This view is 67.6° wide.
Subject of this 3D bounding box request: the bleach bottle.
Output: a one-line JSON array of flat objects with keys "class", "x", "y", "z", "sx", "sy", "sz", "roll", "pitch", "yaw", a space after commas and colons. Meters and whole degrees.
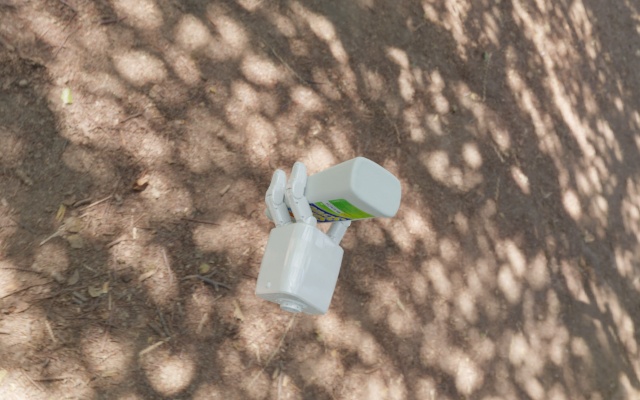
[{"class": "bleach bottle", "x": 0.000, "y": 0.002, "z": 0.754, "sx": 0.102, "sy": 0.068, "sz": 0.251, "roll": 29, "pitch": -28, "yaw": -31}]
